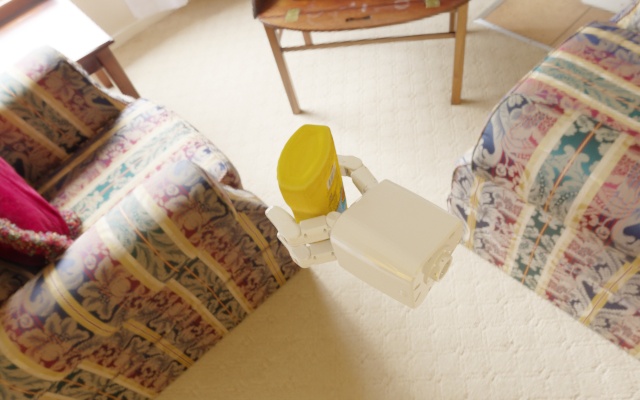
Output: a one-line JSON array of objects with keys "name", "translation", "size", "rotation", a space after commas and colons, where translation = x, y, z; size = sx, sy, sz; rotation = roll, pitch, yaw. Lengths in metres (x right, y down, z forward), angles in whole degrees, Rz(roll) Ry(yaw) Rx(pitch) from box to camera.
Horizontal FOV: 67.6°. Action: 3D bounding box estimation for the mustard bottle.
[{"name": "mustard bottle", "translation": [0.000, 0.002, 0.592], "size": [0.058, 0.096, 0.192], "rotation": [7, -32, 17]}]
